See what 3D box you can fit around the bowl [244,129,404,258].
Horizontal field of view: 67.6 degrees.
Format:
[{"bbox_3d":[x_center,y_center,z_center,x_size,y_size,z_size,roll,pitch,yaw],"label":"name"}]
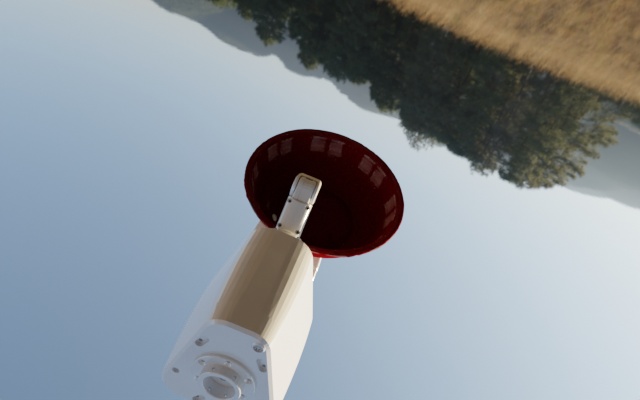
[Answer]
[{"bbox_3d":[0.001,0.001,0.489,0.162,0.162,0.055,0,-38,-17],"label":"bowl"}]
